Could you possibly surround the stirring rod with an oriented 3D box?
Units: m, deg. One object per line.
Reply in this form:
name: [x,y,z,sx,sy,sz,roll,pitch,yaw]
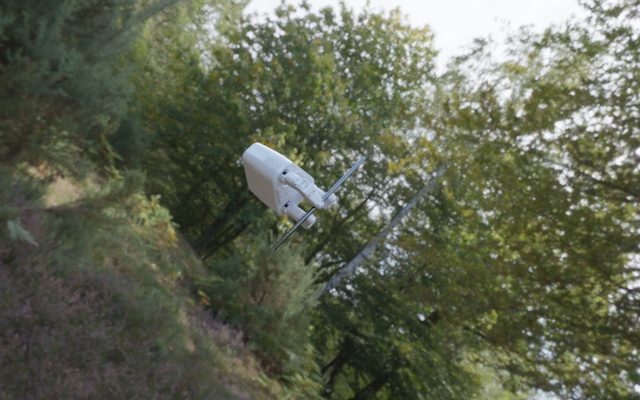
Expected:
stirring rod: [0.000,0.003,0.857,0.239,0.011,0.011,-45,14,-14]
